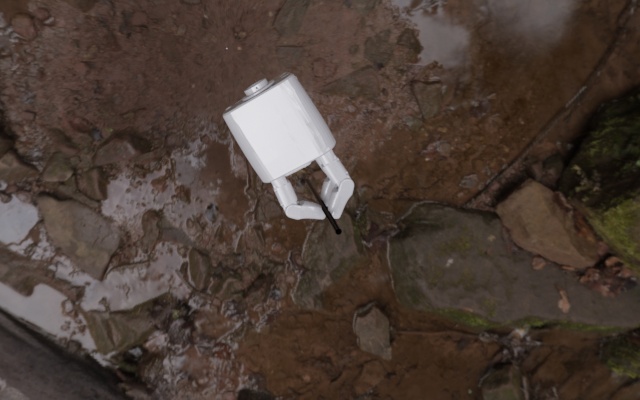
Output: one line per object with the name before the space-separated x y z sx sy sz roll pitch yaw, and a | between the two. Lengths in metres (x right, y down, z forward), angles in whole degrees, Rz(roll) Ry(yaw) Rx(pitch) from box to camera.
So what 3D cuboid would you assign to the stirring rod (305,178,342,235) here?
stirring rod | 0.000 0.002 0.695 0.011 0.011 0.239 0 17 -11
